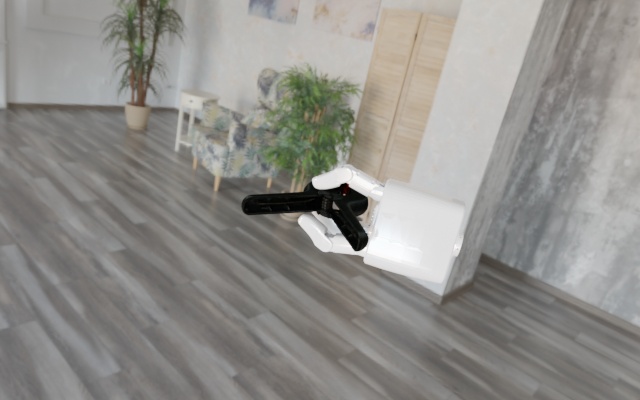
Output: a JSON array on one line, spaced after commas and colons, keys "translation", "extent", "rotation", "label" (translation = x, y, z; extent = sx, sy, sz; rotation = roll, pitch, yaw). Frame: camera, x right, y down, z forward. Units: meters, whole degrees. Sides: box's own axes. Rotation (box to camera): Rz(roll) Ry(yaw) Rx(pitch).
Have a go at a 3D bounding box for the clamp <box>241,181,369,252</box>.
[{"translation": [0.001, 0.001, 0.651], "extent": [0.164, 0.036, 0.210], "rotation": [16, 20, 10], "label": "clamp"}]
